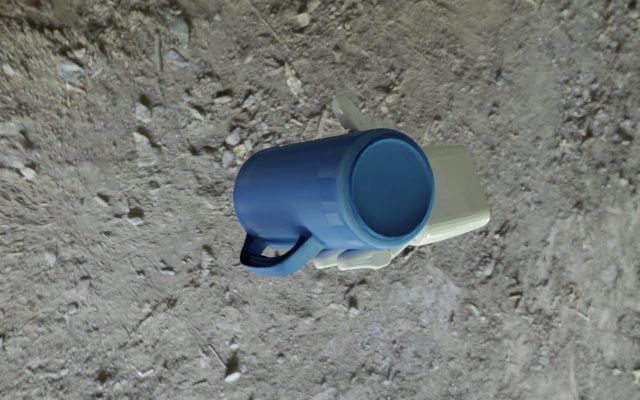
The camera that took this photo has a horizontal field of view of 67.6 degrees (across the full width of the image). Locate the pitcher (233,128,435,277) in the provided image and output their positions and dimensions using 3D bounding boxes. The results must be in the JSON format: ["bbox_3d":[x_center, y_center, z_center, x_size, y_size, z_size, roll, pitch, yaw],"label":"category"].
[{"bbox_3d":[0.000,0.002,0.516,0.145,0.149,0.243,-9,3,-28],"label":"pitcher"}]
